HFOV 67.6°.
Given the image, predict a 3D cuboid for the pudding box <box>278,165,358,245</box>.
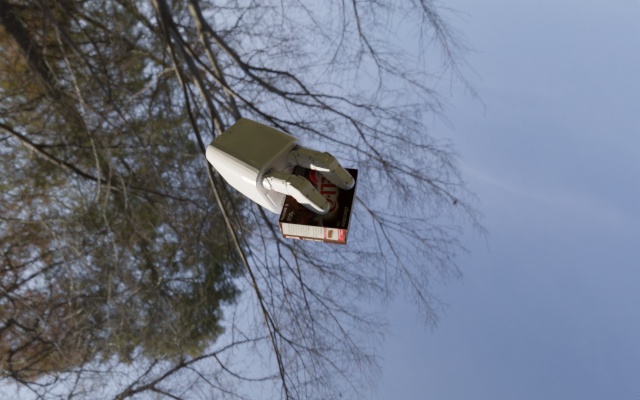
[{"bbox_3d":[0.000,0.002,0.642,0.090,0.113,0.039,5,-39,9],"label":"pudding box"}]
